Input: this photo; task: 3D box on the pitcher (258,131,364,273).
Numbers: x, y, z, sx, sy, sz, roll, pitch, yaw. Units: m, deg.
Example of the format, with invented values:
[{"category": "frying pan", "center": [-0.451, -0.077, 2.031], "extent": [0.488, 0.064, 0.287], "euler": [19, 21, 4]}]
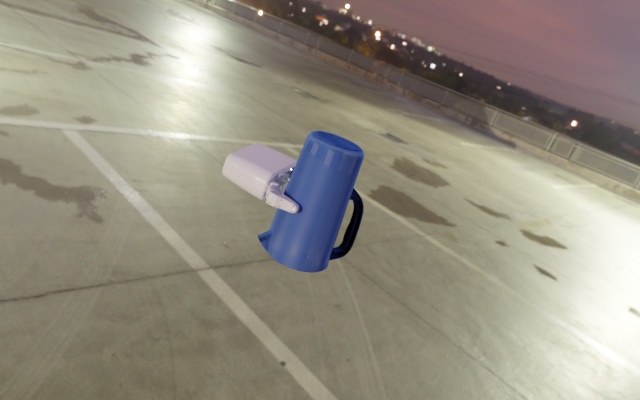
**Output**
[{"category": "pitcher", "center": [0.000, 0.003, 0.890], "extent": [0.145, 0.243, 0.149], "euler": [28, 19, 21]}]
